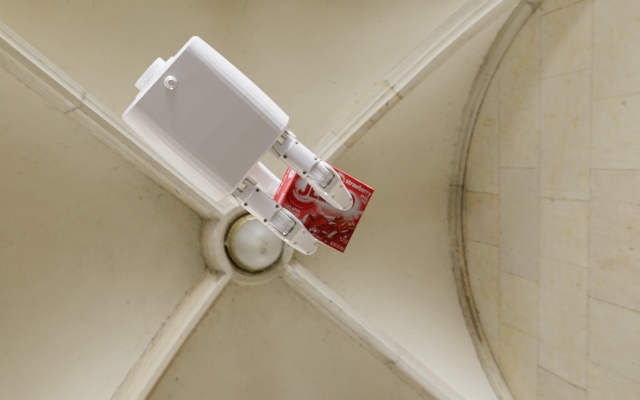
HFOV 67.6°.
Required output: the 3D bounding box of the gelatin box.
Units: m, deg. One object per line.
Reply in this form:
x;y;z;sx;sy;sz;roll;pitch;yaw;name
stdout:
0.000;0.002;0.477;0.089;0.073;0.030;28;-4;-27;gelatin box
